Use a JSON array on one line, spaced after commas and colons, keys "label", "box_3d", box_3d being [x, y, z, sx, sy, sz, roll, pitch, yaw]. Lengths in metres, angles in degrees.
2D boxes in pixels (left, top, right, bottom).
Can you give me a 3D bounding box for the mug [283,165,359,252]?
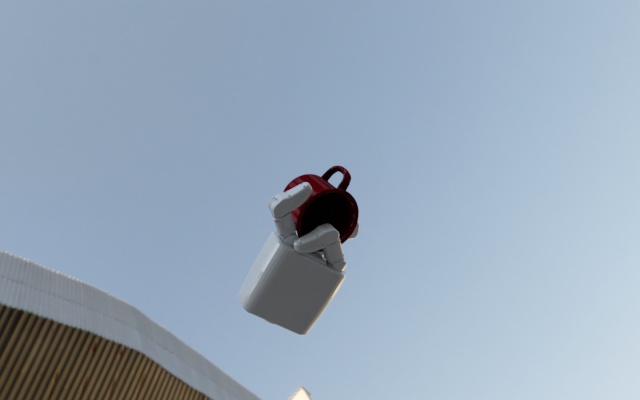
[{"label": "mug", "box_3d": [0.001, 0.001, 0.670, 0.093, 0.117, 0.081, 26, 9, -34]}]
